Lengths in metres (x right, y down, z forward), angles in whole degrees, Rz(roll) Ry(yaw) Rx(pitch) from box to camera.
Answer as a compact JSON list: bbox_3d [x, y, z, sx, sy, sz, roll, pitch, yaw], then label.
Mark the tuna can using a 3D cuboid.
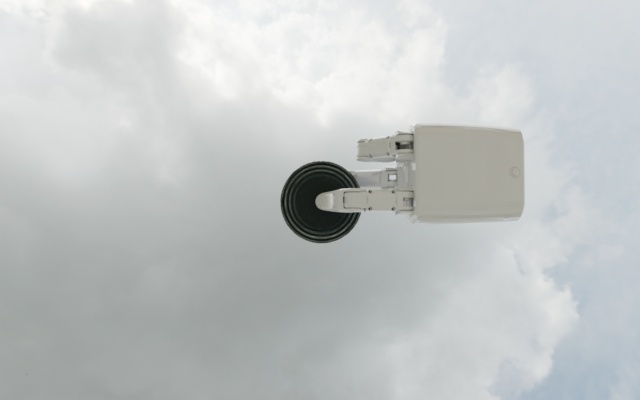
[{"bbox_3d":[0.000,0.002,0.510,0.086,0.086,0.034,0,1,-4],"label":"tuna can"}]
